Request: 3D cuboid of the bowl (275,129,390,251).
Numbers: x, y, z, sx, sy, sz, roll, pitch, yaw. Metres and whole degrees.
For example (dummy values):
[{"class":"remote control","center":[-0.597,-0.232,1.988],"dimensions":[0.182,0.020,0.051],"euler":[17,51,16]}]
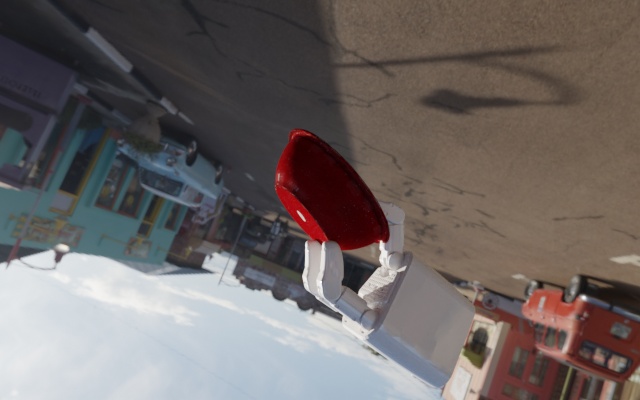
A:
[{"class":"bowl","center":[-0.001,0.001,0.524],"dimensions":[0.055,0.162,0.162],"euler":[-40,11,-14]}]
